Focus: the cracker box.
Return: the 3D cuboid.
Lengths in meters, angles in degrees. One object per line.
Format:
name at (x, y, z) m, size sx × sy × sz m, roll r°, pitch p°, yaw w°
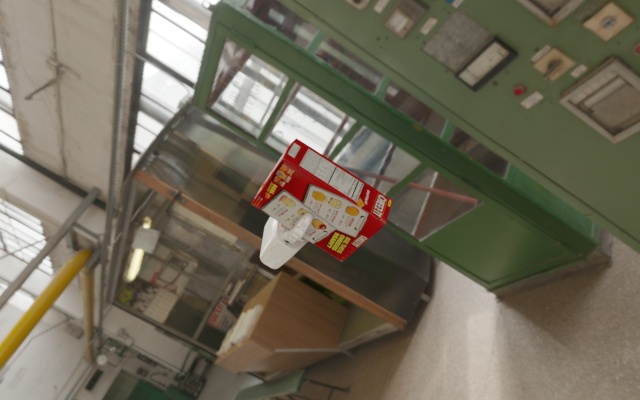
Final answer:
cracker box at (0.000, 0.003, 0.888) m, size 0.214 × 0.072 × 0.164 m, roll 32°, pitch -41°, yaw -8°
